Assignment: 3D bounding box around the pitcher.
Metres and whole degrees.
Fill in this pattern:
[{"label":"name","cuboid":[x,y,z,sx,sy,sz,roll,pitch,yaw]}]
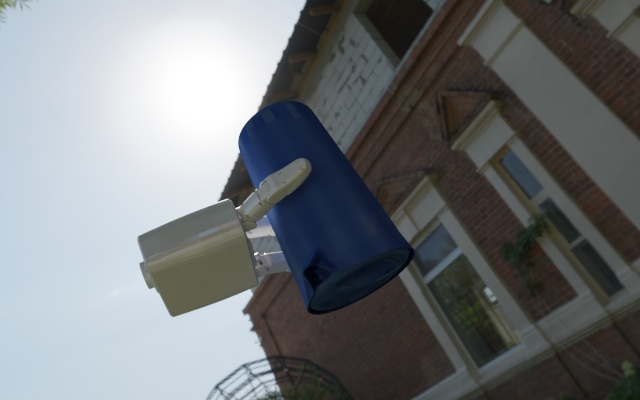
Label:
[{"label":"pitcher","cuboid":[0.000,0.002,0.575,0.145,0.242,0.149,-22,-27,-14]}]
